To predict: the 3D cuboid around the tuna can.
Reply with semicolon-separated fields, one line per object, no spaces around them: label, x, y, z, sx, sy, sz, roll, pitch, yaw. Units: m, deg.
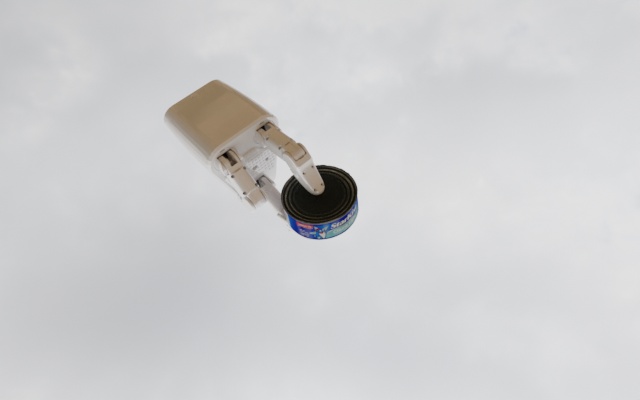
tuna can;0.000;0.002;0.538;0.086;0.086;0.034;0;-40;8
